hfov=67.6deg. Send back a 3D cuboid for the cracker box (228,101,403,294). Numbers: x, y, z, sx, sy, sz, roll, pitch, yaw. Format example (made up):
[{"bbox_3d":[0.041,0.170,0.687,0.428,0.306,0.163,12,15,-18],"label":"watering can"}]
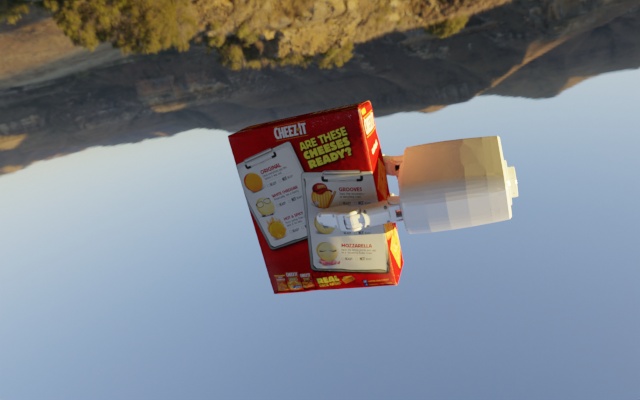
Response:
[{"bbox_3d":[0.000,0.002,0.585,0.164,0.214,0.072,-8,17,20],"label":"cracker box"}]
